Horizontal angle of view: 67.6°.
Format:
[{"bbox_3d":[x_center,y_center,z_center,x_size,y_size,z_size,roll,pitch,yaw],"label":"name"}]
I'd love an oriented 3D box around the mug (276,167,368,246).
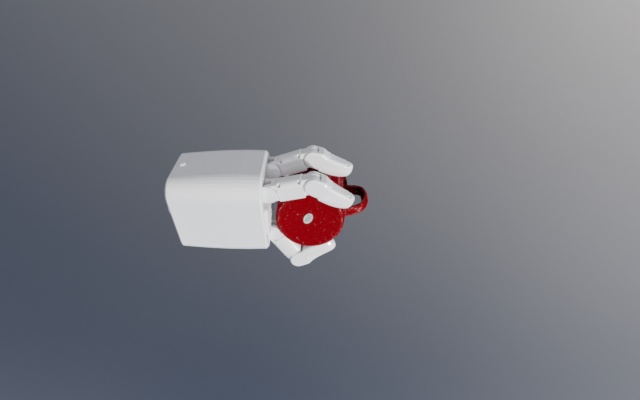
[{"bbox_3d":[0.002,0.002,0.589,0.117,0.093,0.081,-1,33,1],"label":"mug"}]
